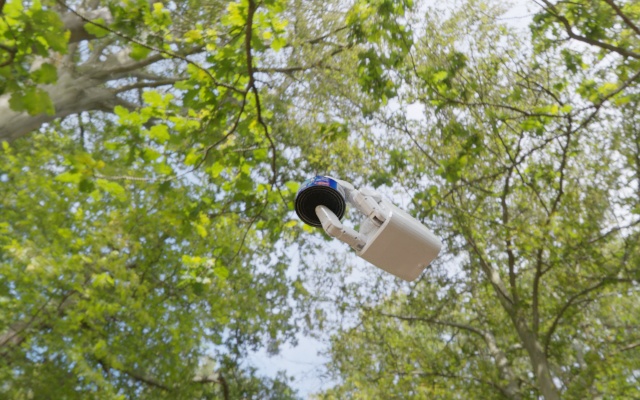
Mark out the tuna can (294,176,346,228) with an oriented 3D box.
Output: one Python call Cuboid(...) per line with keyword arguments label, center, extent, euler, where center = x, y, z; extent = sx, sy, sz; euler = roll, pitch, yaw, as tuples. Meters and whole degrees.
Cuboid(label="tuna can", center=(0.000, 0.002, 0.803), extent=(0.086, 0.086, 0.033), euler=(0, 33, 3))
